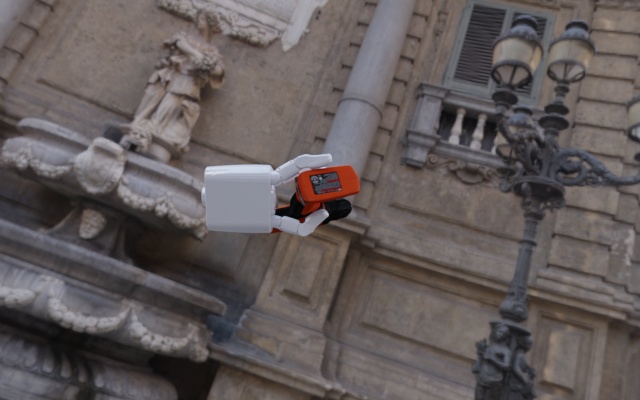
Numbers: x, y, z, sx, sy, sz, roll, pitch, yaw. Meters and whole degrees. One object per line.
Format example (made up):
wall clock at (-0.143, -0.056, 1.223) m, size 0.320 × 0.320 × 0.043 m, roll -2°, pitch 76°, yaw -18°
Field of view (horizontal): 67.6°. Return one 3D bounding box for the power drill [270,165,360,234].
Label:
power drill at (0.000, 0.003, 0.857) m, size 0.184 × 0.057 × 0.188 m, roll -12°, pitch -18°, yaw -25°
